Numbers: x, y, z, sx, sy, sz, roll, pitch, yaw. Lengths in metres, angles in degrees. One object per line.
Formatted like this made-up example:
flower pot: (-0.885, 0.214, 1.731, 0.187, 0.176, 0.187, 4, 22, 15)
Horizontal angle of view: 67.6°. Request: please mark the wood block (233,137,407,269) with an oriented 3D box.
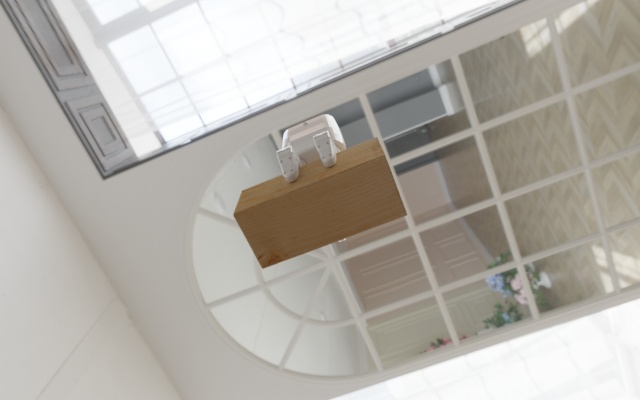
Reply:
wood block: (0.000, 0.002, 0.649, 0.206, 0.091, 0.090, -21, 22, 8)
